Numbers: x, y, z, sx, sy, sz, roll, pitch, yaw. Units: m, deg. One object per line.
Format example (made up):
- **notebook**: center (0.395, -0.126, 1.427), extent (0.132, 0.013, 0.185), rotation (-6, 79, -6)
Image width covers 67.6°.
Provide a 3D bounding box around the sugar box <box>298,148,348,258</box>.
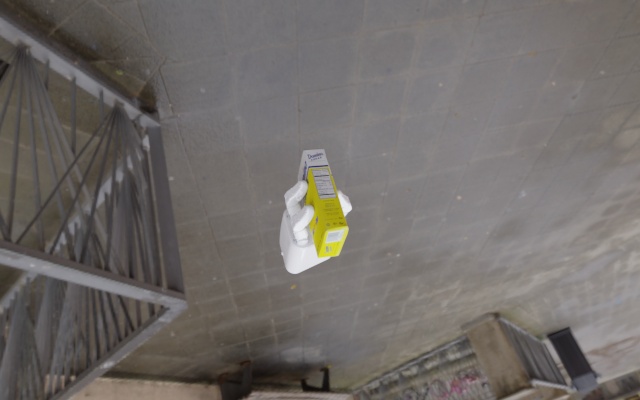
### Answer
- **sugar box**: center (0.000, 0.003, 0.850), extent (0.048, 0.176, 0.093), rotation (-7, -35, -17)
